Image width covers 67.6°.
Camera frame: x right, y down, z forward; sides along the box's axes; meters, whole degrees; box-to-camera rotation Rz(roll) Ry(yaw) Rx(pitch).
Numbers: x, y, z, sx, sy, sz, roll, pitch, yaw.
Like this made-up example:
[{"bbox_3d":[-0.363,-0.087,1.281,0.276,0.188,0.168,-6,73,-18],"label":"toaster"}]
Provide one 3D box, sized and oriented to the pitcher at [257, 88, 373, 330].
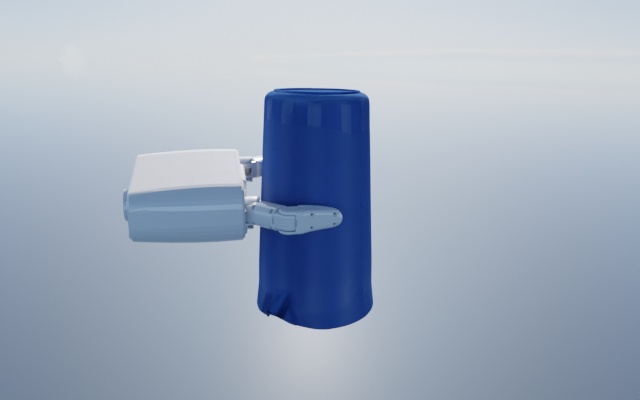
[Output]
[{"bbox_3d":[0.000,0.002,0.527,0.145,0.243,0.149,-3,16,-12],"label":"pitcher"}]
